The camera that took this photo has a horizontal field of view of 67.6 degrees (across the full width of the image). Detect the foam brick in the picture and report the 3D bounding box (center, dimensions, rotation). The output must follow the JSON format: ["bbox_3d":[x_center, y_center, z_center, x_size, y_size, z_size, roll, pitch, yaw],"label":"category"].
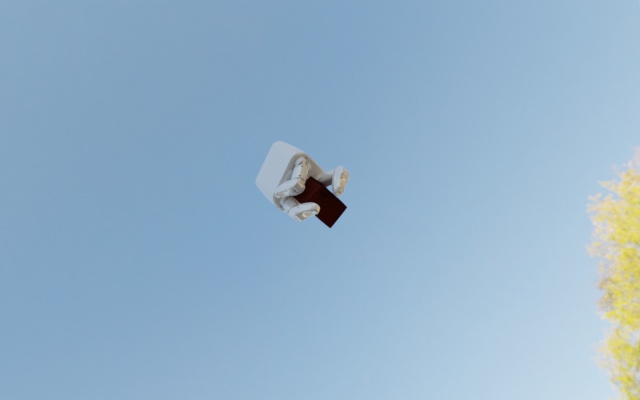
[{"bbox_3d":[0.000,0.003,0.880,0.078,0.053,0.051,43,-4,-35],"label":"foam brick"}]
